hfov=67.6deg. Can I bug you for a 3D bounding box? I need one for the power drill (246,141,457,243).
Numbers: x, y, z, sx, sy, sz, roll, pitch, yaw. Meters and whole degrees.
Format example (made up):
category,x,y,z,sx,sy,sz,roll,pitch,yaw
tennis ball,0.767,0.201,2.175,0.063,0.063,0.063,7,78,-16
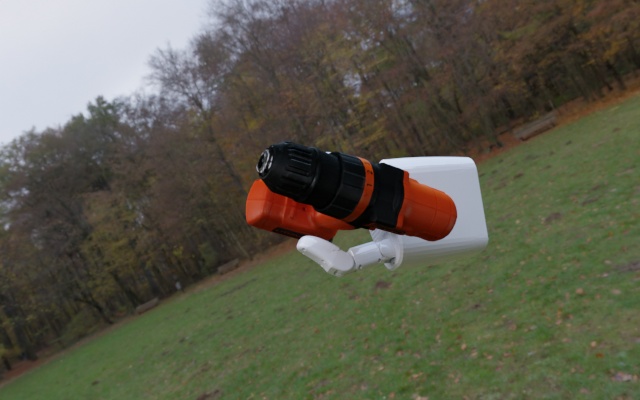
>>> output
category,x,y,z,sx,sy,sz,roll,pitch,yaw
power drill,0.000,0.001,0.442,0.184,0.057,0.187,18,-13,-28
